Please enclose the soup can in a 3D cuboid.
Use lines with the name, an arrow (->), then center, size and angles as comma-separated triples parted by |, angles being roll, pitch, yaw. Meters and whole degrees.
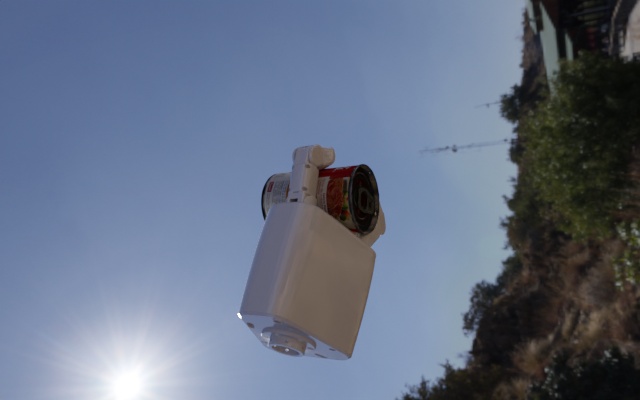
soup can -> 0.000, 0.001, 0.484 | 0.102, 0.068, 0.068 | -4, -2, 29
